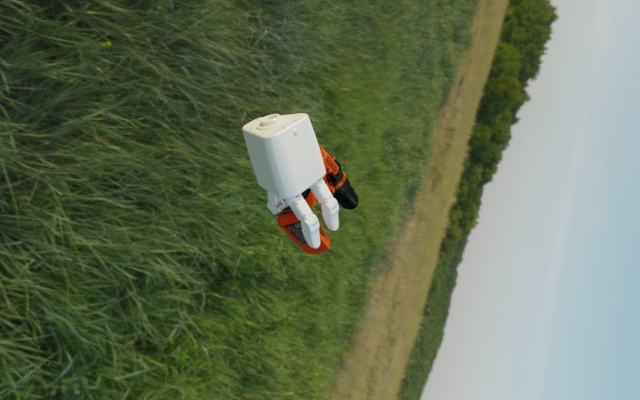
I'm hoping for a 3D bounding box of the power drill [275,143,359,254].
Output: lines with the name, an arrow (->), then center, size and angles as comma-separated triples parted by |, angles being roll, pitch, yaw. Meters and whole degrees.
power drill -> 0.000, 0.003, 0.871 | 0.057, 0.187, 0.184 | -19, -52, 34
